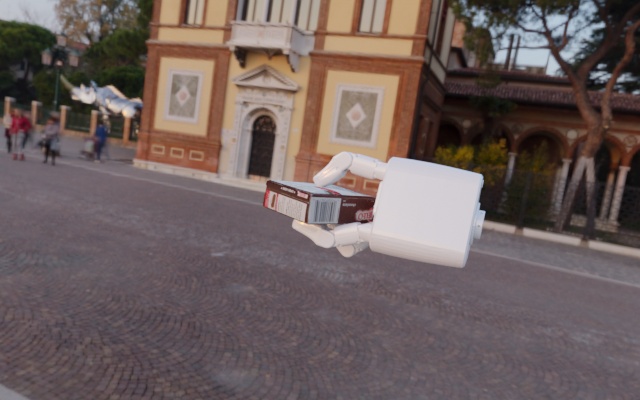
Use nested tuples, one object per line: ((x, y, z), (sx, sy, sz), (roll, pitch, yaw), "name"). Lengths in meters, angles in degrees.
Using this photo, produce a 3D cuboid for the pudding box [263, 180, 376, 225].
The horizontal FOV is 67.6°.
((0.000, 0.002, 0.592), (0.113, 0.039, 0.090), (4, 9, -42), "pudding box")
